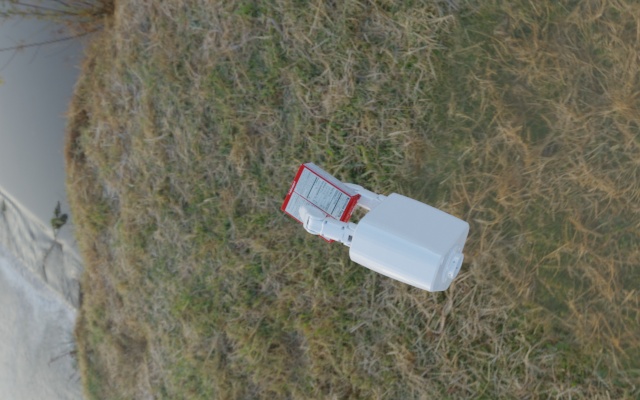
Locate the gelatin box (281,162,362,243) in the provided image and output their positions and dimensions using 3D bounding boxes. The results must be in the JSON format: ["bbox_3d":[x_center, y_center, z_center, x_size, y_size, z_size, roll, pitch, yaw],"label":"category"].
[{"bbox_3d":[0.000,0.002,0.636,0.089,0.073,0.030,33,24,18],"label":"gelatin box"}]
